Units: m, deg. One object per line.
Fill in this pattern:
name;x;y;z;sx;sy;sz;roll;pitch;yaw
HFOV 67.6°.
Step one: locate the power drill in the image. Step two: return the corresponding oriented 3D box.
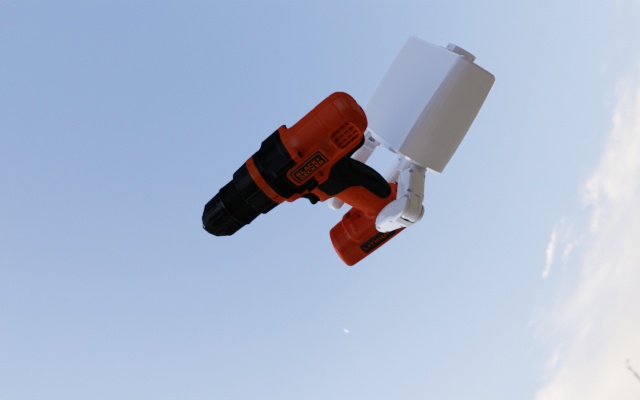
power drill;0.001;0.002;0.484;0.184;0.057;0.188;-37;-41;14
